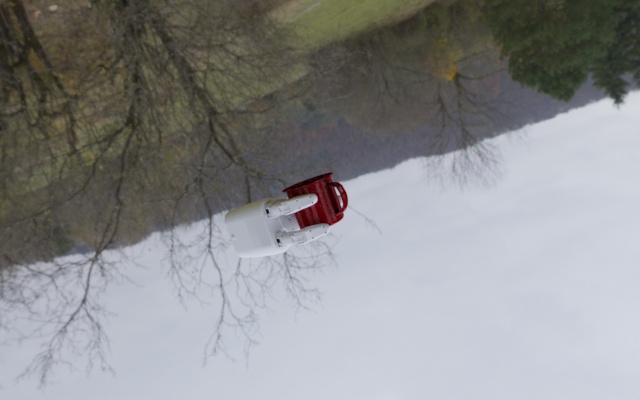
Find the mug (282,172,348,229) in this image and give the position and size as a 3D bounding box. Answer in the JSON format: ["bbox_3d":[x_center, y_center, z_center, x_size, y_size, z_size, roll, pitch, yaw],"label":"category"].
[{"bbox_3d":[0.001,0.003,0.821,0.117,0.081,0.093,-14,10,39],"label":"mug"}]
